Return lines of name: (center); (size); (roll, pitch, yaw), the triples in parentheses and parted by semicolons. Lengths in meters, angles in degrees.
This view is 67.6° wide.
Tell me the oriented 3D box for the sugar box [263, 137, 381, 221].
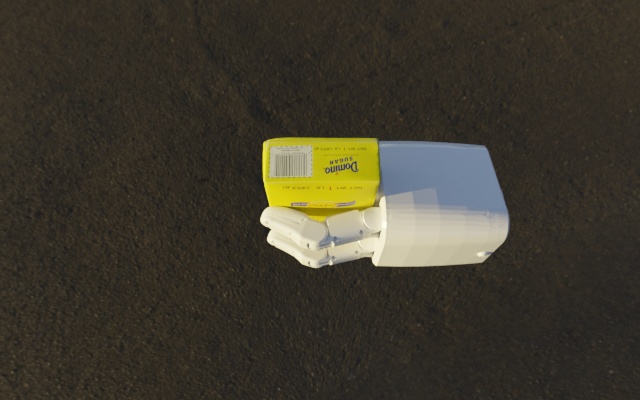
sugar box: (0.000, 0.002, 0.451); (0.093, 0.048, 0.176); (0, -24, 0)
